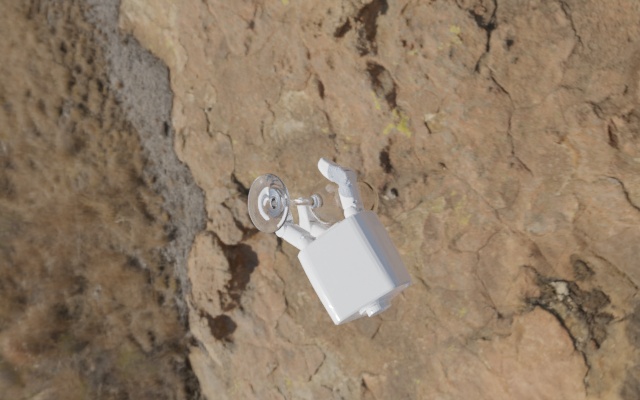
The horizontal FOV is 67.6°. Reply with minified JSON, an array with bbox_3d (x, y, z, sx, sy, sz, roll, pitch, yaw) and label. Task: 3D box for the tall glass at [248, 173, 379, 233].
[{"bbox_3d":[0.000,0.002,0.663,0.079,0.079,0.201,0,1,41],"label":"tall glass"}]
